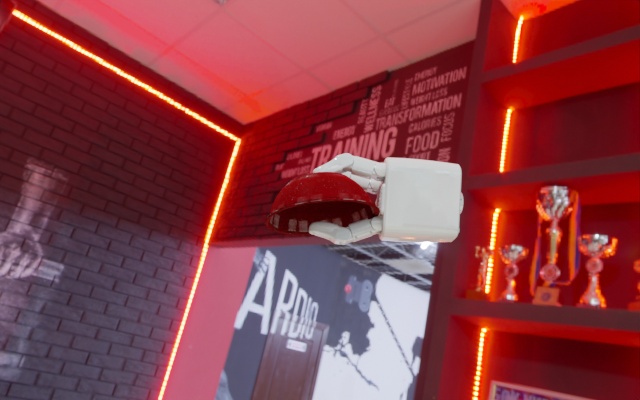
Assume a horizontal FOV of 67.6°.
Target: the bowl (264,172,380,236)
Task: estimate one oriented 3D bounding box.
[{"bbox_3d":[-0.001,0.002,0.674,0.162,0.055,0.162,-6,-19,-2],"label":"bowl"}]
